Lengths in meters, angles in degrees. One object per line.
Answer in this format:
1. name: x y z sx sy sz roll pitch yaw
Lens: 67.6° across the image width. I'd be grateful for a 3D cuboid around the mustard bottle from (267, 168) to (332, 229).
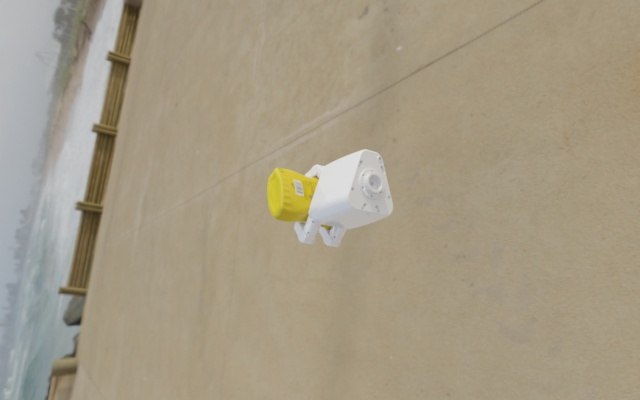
1. mustard bottle: 0.000 0.003 0.871 0.191 0.096 0.058 12 -42 -30
